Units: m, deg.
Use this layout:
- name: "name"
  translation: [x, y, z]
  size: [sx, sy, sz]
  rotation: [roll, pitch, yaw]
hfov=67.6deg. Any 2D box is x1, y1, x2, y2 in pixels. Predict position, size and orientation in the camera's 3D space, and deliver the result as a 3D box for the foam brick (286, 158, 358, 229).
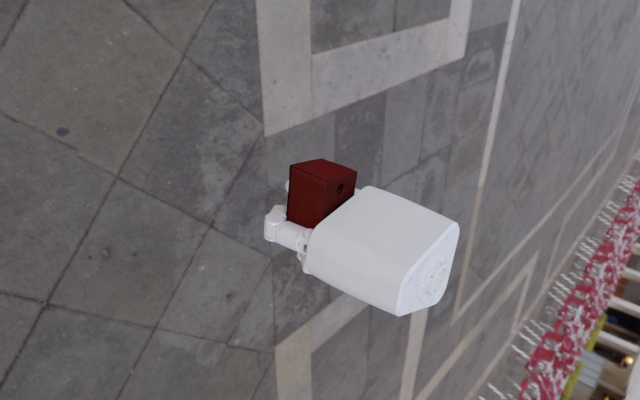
- name: "foam brick"
  translation: [0.000, 0.001, 0.501]
  size: [0.051, 0.078, 0.053]
  rotation: [23, 28, 35]
